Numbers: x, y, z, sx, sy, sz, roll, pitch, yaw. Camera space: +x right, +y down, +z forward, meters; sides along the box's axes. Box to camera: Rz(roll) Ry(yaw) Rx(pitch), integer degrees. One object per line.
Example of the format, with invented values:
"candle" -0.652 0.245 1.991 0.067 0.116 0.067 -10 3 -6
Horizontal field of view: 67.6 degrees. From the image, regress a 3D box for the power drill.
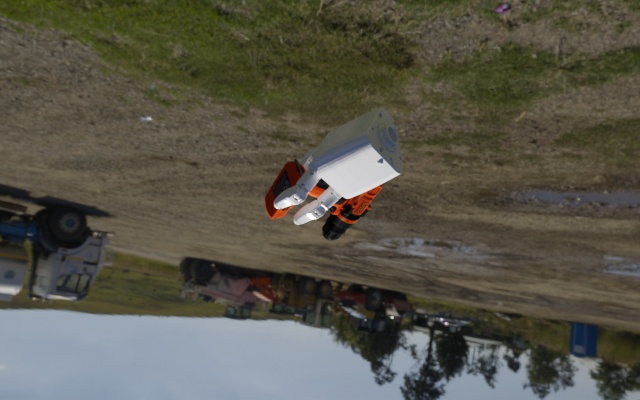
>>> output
"power drill" 0.000 0.003 0.850 0.187 0.057 0.184 7 -47 -34
